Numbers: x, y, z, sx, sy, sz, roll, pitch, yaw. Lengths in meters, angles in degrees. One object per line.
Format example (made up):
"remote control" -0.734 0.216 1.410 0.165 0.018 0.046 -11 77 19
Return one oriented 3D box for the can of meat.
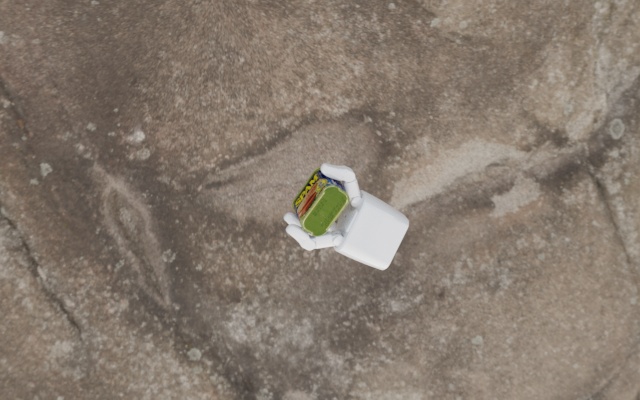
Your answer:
"can of meat" 0.000 0.003 0.837 0.057 0.102 0.084 30 15 -23
